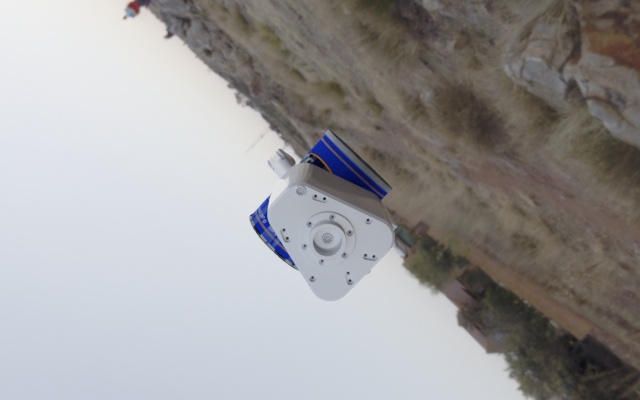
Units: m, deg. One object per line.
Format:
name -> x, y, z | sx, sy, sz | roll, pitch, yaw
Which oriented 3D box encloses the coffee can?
coffee can -> 0.000, 0.002, 0.566 | 0.103, 0.140, 0.103 | 42, 8, -8
